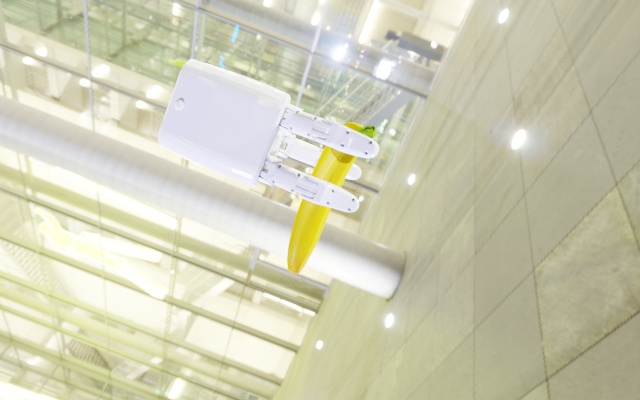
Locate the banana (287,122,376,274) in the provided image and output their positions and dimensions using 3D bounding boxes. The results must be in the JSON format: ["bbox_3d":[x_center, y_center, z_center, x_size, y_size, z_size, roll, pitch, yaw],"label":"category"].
[{"bbox_3d":[0.003,-0.010,0.521,0.037,0.198,0.069,22,29,-6],"label":"banana"}]
